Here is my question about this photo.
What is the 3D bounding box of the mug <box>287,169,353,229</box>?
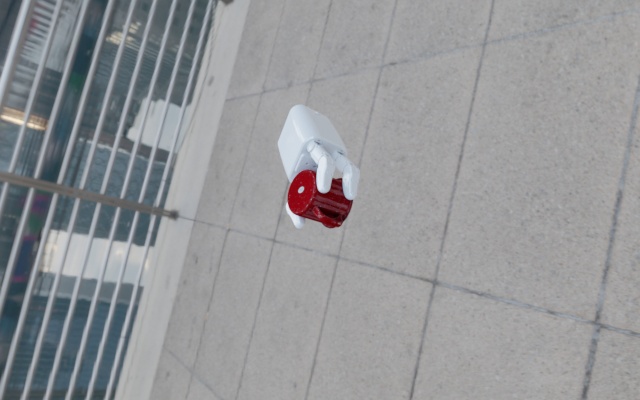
[{"bbox_3d":[0.000,0.004,0.820,0.081,0.093,0.117,18,32,-36],"label":"mug"}]
